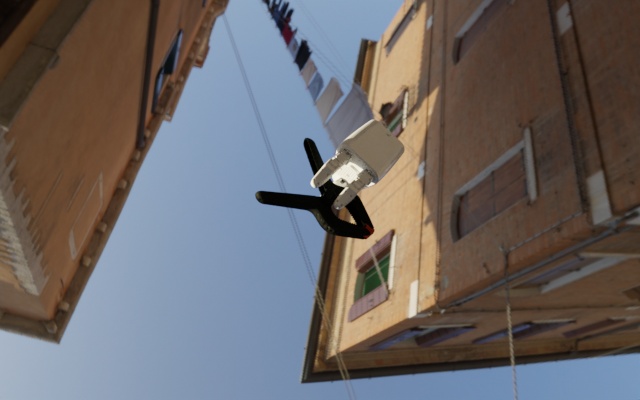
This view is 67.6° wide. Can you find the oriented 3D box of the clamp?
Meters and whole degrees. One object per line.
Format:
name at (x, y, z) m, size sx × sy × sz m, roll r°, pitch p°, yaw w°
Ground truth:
clamp at (0.000, 0.003, 0.841) m, size 0.164 × 0.210 × 0.036 m, roll -44°, pitch -4°, yaw -30°
